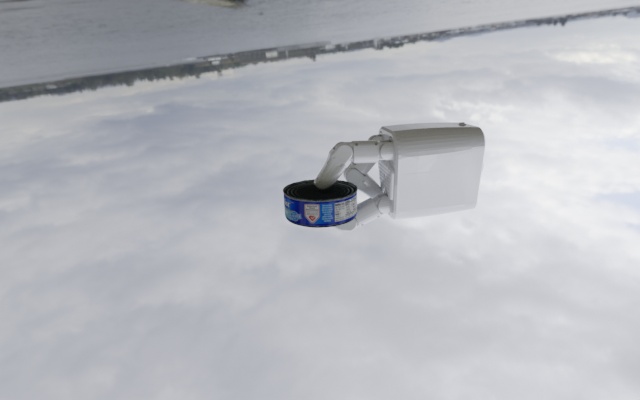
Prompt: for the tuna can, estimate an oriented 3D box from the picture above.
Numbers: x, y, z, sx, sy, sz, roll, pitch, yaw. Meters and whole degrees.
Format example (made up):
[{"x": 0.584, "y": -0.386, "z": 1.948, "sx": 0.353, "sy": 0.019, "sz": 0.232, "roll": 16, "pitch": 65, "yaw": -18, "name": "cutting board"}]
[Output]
[{"x": 0.000, "y": 0.002, "z": 0.554, "sx": 0.086, "sy": 0.034, "sz": 0.086, "roll": -1, "pitch": 18, "yaw": 0, "name": "tuna can"}]
